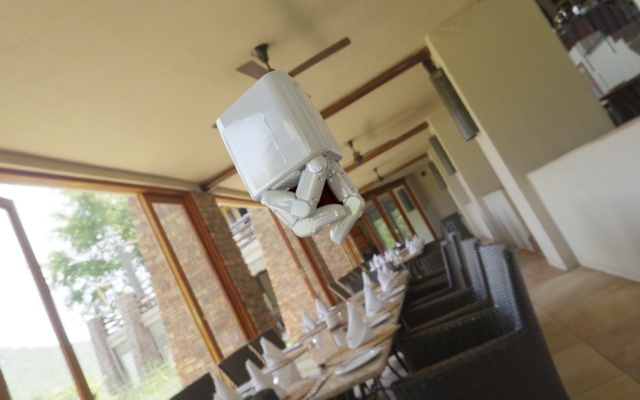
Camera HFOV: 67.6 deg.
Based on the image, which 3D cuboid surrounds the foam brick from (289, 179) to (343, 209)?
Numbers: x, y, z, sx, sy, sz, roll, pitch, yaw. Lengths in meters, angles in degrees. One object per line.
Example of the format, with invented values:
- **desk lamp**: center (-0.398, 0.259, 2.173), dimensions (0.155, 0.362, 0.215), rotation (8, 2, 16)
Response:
- **foam brick**: center (0.000, 0.002, 0.585), dimensions (0.053, 0.051, 0.078), rotation (-32, -9, 13)
